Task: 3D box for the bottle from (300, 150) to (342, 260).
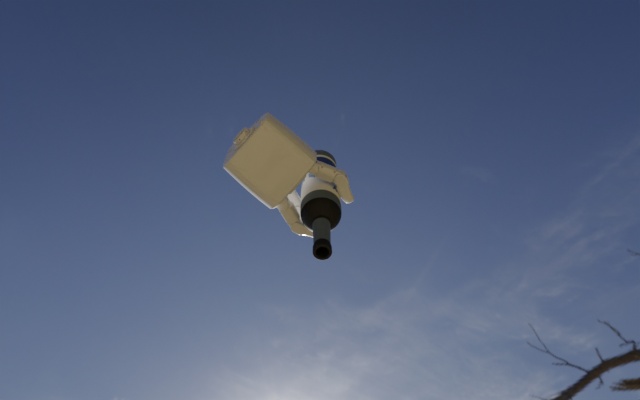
[{"bbox_3d":[0.000,0.003,0.798,0.069,0.069,0.295,0,29,-1],"label":"bottle"}]
